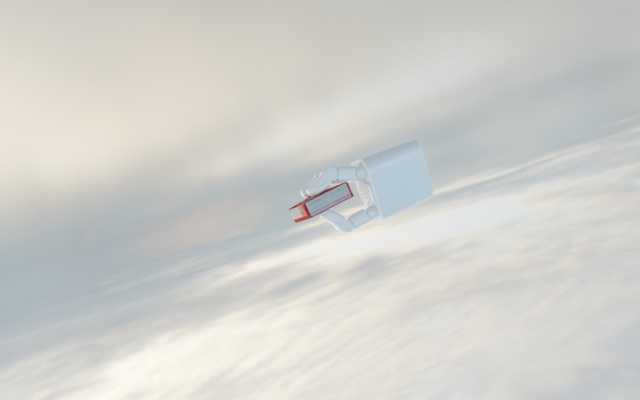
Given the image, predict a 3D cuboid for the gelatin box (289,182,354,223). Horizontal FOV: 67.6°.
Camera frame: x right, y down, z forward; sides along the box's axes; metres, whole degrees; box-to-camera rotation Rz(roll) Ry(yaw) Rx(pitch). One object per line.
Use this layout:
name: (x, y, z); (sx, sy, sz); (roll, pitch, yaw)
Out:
gelatin box: (0.000, 0.003, 0.794); (0.089, 0.030, 0.073); (-28, 3, -24)
